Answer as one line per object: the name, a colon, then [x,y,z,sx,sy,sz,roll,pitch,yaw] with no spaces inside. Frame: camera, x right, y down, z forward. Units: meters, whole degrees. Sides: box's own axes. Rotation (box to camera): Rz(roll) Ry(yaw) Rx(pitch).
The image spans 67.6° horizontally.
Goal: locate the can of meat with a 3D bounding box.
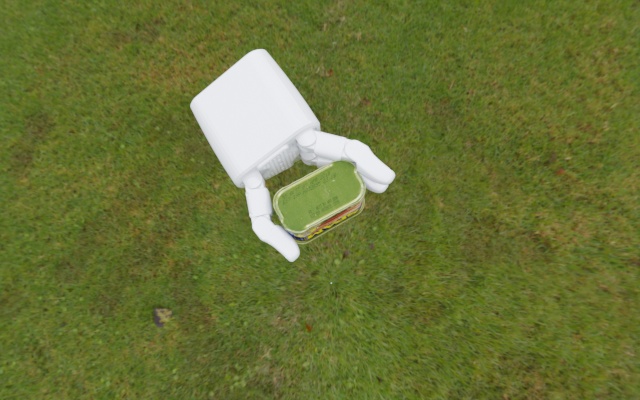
can of meat: [0.000,0.002,0.529,0.102,0.057,0.084,-29,-10,-4]
